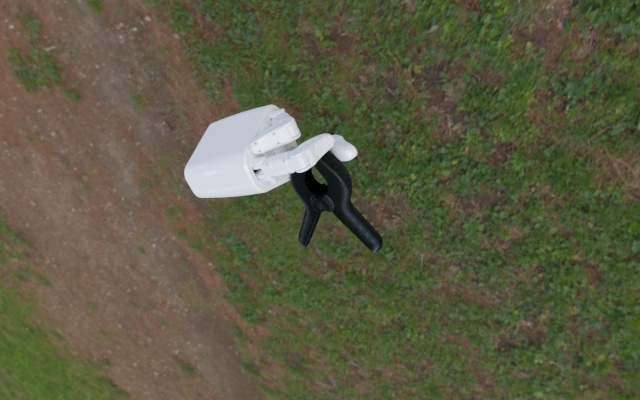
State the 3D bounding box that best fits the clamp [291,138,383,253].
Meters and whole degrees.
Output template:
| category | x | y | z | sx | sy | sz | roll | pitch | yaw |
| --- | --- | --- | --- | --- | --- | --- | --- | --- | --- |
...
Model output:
| category | x | y | z | sx | sy | sz | roll | pitch | yaw |
| --- | --- | --- | --- | --- | --- | --- | --- | --- | --- |
| clamp | 0.000 | 0.002 | 0.612 | 0.120 | 0.171 | 0.039 | -11 | 29 | 27 |
